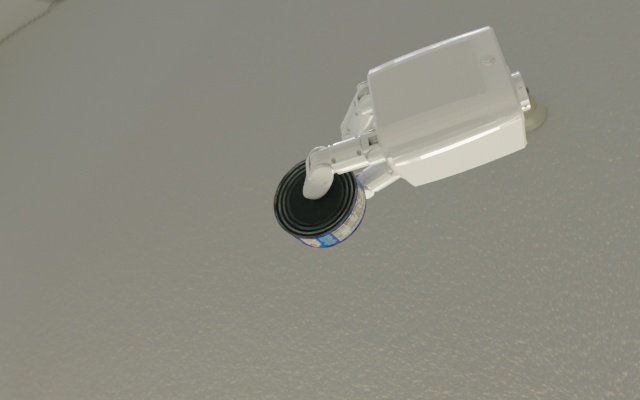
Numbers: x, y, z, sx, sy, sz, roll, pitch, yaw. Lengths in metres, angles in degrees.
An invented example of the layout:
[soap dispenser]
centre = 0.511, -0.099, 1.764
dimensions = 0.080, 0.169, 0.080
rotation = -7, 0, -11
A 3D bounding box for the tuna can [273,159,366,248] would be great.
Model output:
[tuna can]
centre = 0.000, 0.002, 0.461
dimensions = 0.086, 0.086, 0.034
rotation = 0, -24, 26
